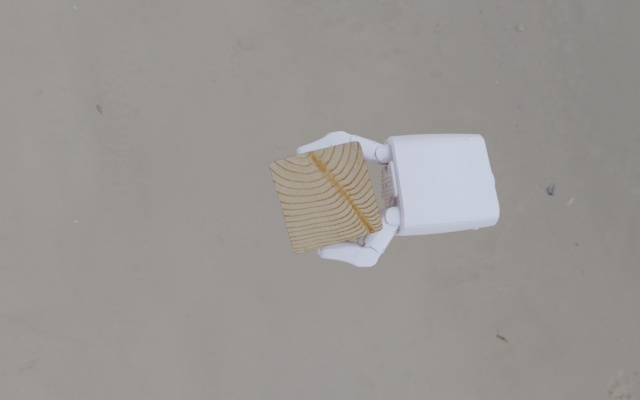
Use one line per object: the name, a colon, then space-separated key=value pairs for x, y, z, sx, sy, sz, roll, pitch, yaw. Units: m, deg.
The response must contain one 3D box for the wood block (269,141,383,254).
wood block: x=0.000 y=0.001 z=0.545 sx=0.090 sy=0.091 sz=0.206 roll=-15 pitch=-2 yaw=-4
